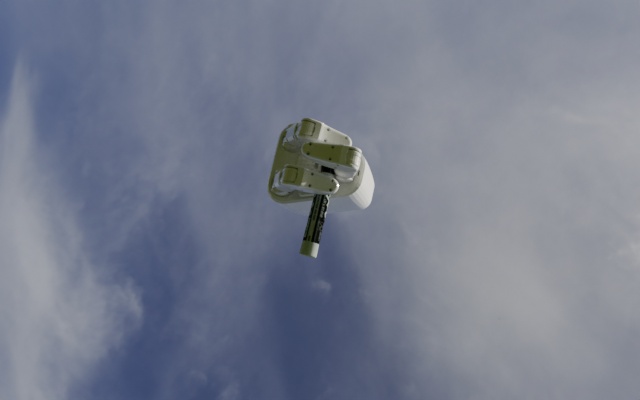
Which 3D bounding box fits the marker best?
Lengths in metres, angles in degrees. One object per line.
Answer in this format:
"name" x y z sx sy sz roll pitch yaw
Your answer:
"marker" 0.000 0.002 0.521 0.020 0.121 0.020 13 -9 2
